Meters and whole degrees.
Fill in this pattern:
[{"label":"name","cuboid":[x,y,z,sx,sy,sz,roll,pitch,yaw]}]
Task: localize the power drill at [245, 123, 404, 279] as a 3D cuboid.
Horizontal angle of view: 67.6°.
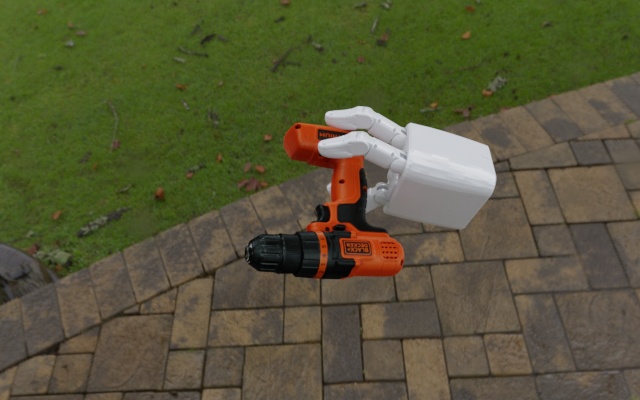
[{"label":"power drill","cuboid":[0.000,0.001,0.562,0.184,0.187,0.057,6,-28,-23]}]
